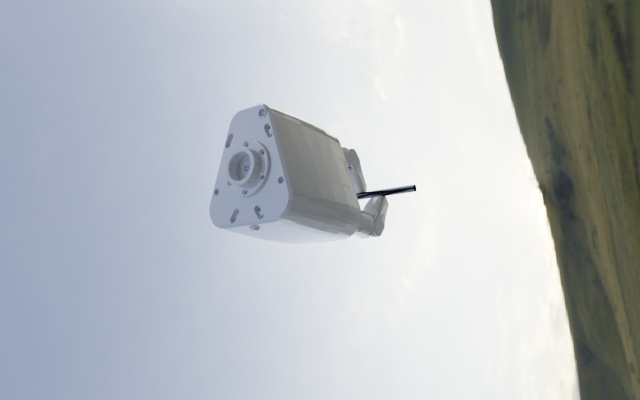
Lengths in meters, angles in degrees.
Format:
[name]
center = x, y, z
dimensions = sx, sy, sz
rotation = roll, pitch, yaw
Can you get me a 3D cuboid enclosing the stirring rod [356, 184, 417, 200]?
[stirring rod]
center = 0.000, 0.002, 0.569
dimensions = 0.239, 0.011, 0.011
rotation = -9, -5, 33
